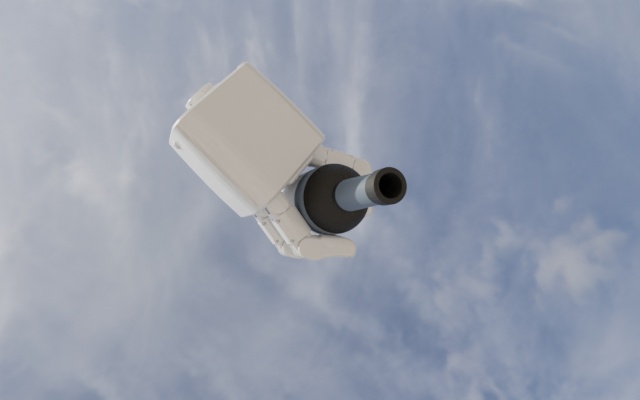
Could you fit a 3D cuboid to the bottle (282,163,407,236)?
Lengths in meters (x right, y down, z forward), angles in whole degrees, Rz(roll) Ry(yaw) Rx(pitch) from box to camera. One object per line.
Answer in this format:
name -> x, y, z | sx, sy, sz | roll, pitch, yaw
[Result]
bottle -> 0.000, 0.002, 0.480 | 0.069, 0.069, 0.296 | 0, -5, -20
